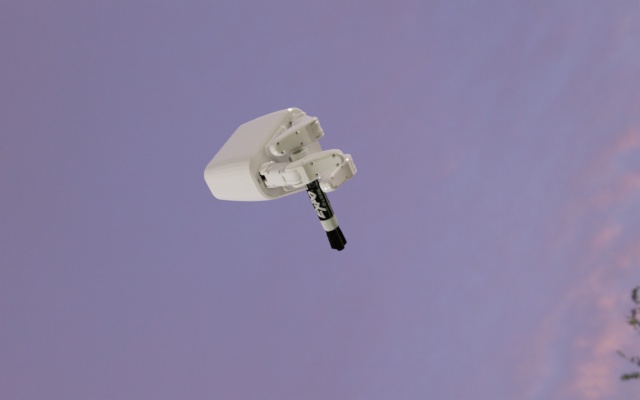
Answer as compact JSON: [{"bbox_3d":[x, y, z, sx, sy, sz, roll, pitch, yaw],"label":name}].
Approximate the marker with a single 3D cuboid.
[{"bbox_3d":[0.000,0.002,0.513,0.020,0.121,0.020,-21,19,8],"label":"marker"}]
